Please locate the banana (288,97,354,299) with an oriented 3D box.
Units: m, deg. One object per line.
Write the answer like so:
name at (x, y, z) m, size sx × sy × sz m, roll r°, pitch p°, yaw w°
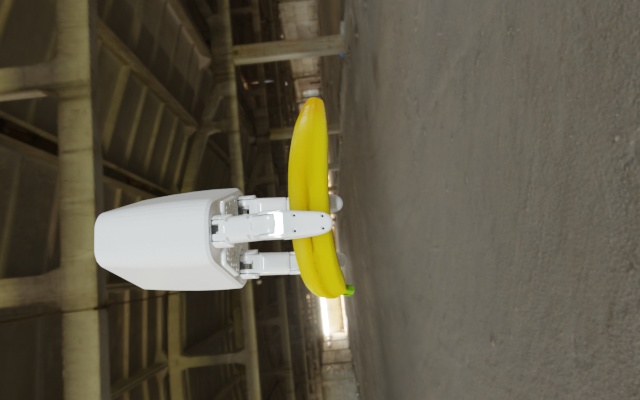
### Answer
banana at (-0.004, 0.010, 0.428) m, size 0.037 × 0.198 × 0.069 m, roll -3°, pitch 16°, yaw 17°
